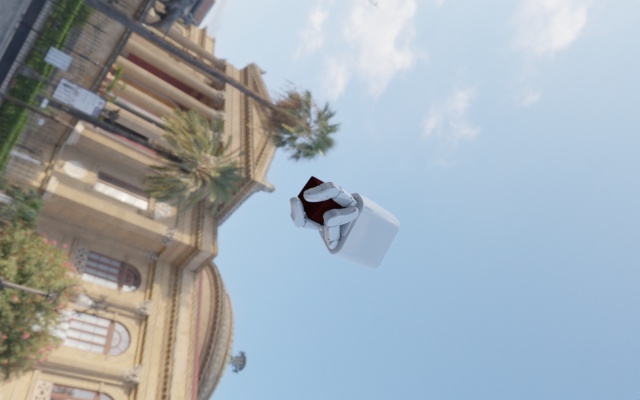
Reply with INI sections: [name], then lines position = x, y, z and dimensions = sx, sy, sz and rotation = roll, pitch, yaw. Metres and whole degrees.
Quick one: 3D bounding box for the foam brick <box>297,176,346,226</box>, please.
[foam brick]
position = 0.000, 0.003, 0.866
dimensions = 0.051, 0.053, 0.078
rotation = 26, 20, -33
